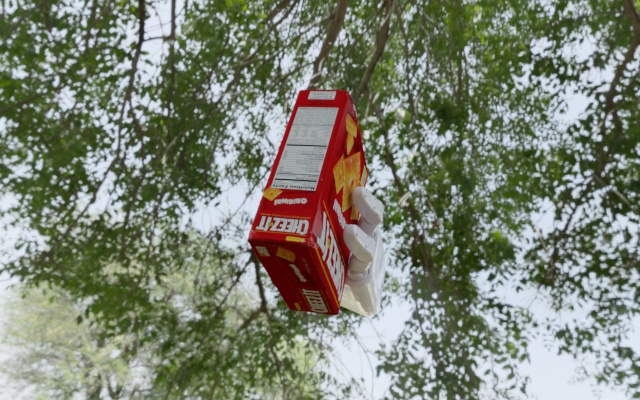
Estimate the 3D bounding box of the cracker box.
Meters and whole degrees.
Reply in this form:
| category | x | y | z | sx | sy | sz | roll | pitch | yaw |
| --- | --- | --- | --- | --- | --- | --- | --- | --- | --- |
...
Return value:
| category | x | y | z | sx | sy | sz | roll | pitch | yaw |
| --- | --- | --- | --- | --- | --- | --- | --- | --- | --- |
| cracker box | 0.000 | 0.002 | 0.563 | 0.072 | 0.213 | 0.164 | 3 | -35 | 17 |
